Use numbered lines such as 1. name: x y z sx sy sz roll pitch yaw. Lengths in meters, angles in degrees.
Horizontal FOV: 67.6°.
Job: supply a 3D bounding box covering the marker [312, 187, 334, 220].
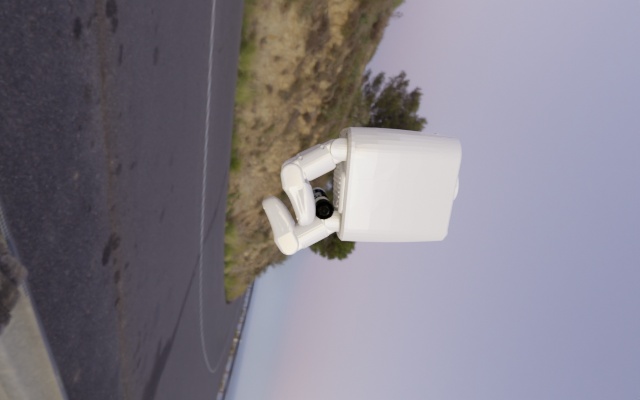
1. marker: 0.000 0.002 0.500 0.020 0.020 0.121 0 7 -4
